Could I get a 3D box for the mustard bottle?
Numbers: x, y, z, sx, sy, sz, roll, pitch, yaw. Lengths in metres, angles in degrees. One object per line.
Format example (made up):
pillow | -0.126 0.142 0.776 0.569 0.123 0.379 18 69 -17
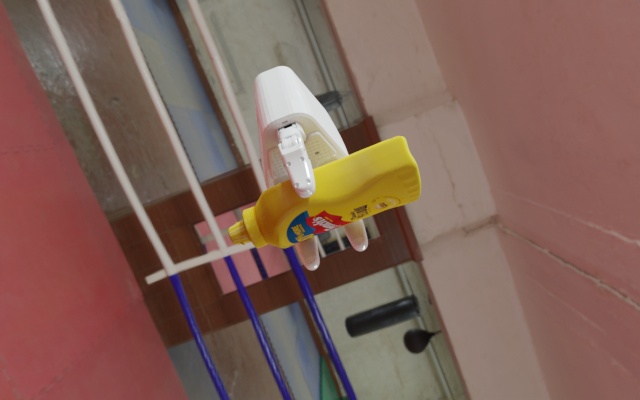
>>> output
mustard bottle | 0.000 0.002 0.472 0.191 0.058 0.096 -21 -19 3
